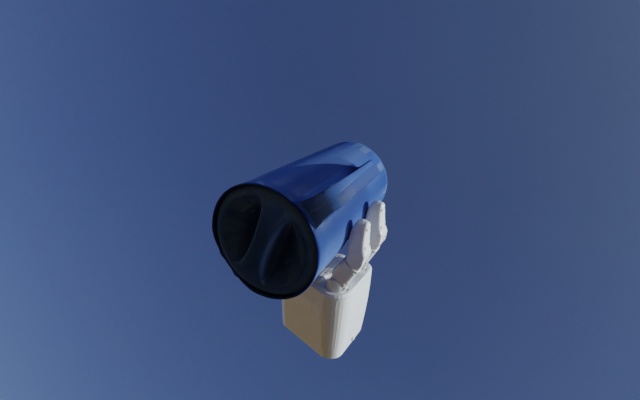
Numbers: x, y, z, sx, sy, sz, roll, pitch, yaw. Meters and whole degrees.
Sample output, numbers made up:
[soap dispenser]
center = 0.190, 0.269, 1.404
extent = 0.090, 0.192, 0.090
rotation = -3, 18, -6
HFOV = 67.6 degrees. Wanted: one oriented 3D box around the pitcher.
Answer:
[pitcher]
center = 0.000, 0.002, 0.584
extent = 0.149, 0.145, 0.242
rotation = 16, 28, 24
